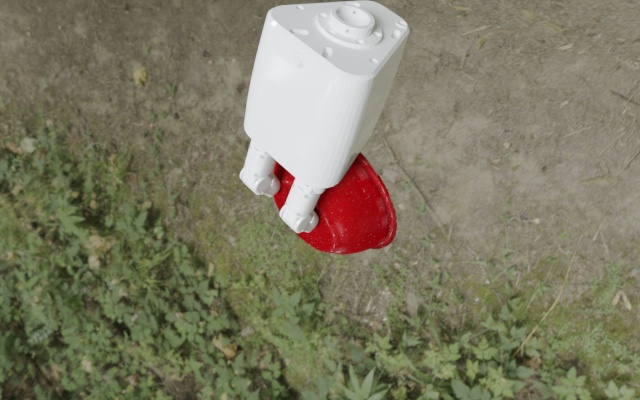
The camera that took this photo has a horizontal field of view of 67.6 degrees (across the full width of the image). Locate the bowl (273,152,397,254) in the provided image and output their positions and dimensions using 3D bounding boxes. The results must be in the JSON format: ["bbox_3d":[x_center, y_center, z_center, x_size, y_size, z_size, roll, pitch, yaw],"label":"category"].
[{"bbox_3d":[0.000,0.003,0.499,0.055,0.162,0.162,-40,19,-25],"label":"bowl"}]
